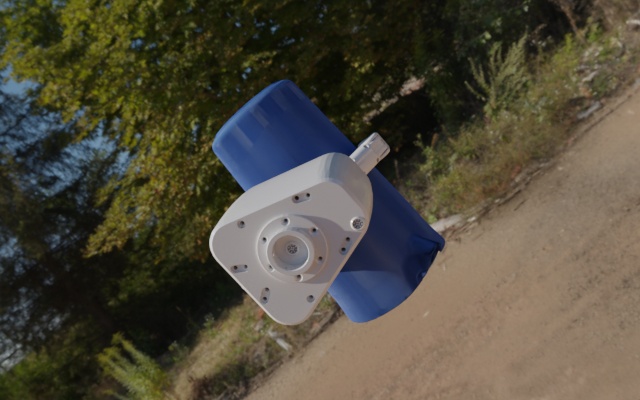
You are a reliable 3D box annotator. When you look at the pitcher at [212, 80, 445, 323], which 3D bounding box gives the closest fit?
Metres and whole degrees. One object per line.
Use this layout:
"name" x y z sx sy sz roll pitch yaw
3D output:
"pitcher" 0.000 0.002 0.509 0.149 0.243 0.145 -40 7 13
